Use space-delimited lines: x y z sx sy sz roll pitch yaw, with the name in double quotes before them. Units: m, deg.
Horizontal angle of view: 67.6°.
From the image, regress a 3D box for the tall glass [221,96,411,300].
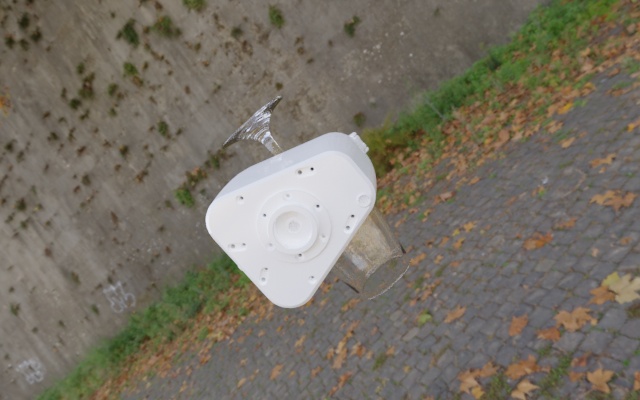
"tall glass" 0.000 0.001 0.458 0.079 0.201 0.079 -40 8 6
